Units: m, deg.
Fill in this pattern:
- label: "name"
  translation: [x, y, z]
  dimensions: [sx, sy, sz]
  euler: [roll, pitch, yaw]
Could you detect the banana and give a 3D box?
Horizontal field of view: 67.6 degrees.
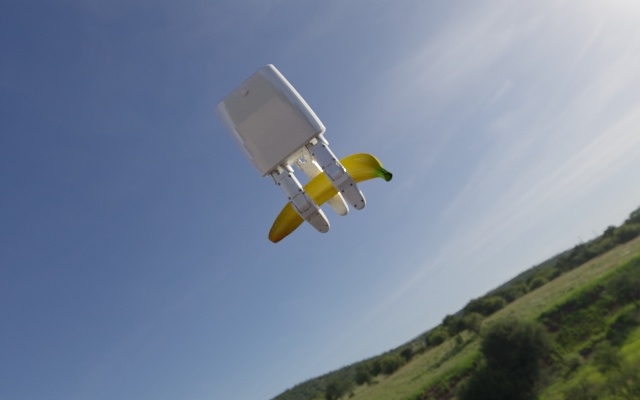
- label: "banana"
  translation: [0.005, -0.011, 0.624]
  dimensions: [0.198, 0.037, 0.069]
  euler: [-32, 25, 28]
